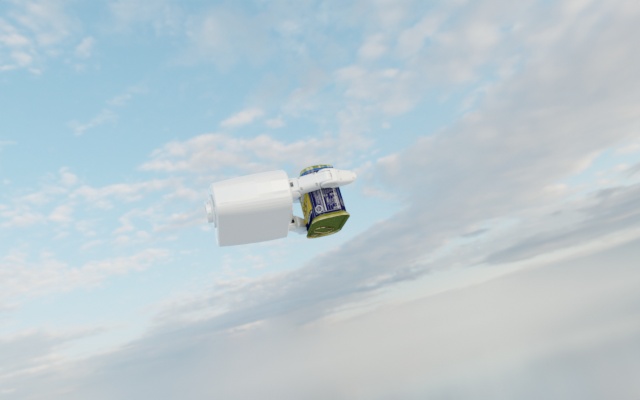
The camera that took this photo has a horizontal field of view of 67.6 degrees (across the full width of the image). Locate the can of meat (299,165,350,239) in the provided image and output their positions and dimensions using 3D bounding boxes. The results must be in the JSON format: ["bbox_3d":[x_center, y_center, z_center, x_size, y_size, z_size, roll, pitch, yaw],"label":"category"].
[{"bbox_3d":[0.000,0.002,0.728,0.057,0.084,0.102,-11,-18,-13],"label":"can of meat"}]
